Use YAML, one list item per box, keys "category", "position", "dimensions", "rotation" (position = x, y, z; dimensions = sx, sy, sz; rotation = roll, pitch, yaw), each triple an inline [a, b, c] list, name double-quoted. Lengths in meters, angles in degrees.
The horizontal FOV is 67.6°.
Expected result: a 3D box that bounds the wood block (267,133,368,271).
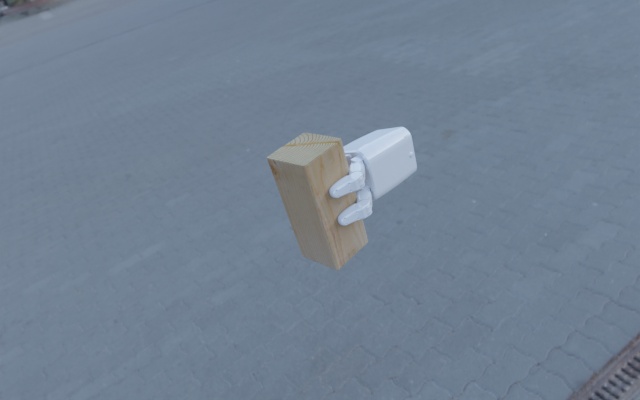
- category: "wood block"
  position: [0.000, 0.002, 0.797]
  dimensions: [0.091, 0.206, 0.090]
  rotation: [17, 45, 43]
